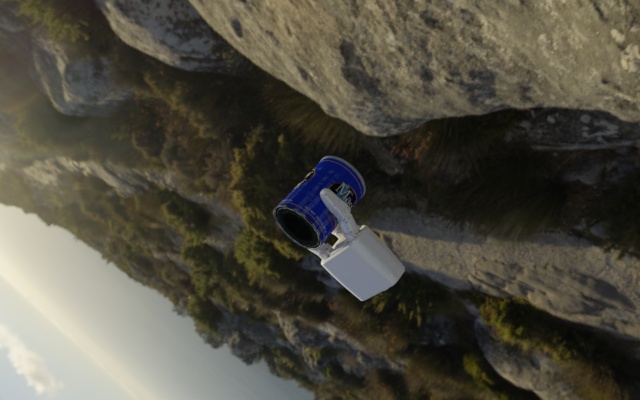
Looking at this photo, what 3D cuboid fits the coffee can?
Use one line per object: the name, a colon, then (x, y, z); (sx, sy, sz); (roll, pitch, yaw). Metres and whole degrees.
coffee can: (0.000, 0.003, 0.848); (0.103, 0.103, 0.140); (0, 40, 50)
